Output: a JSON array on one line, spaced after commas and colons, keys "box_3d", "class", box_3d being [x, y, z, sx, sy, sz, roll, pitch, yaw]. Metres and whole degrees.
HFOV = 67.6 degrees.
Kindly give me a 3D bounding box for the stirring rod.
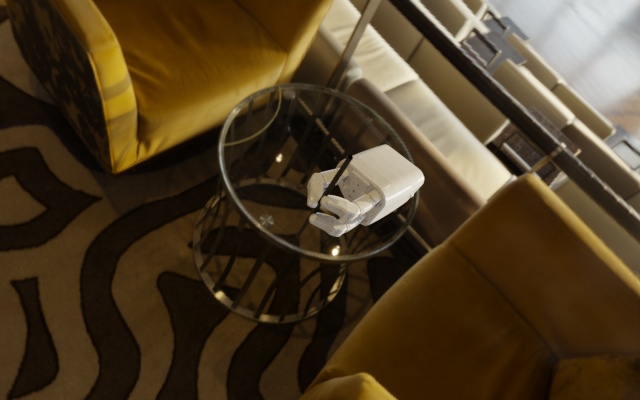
[{"box_3d": [0.000, 0.002, 0.747, 0.011, 0.011, 0.240, 0, -31, -23], "class": "stirring rod"}]
